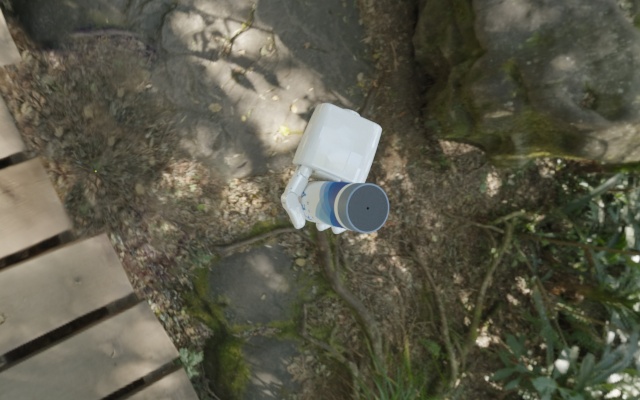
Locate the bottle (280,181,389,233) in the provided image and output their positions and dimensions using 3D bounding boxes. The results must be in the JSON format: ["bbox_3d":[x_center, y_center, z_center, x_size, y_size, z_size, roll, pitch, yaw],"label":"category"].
[{"bbox_3d":[0.000,0.003,0.760,0.069,0.069,0.295,0,3,-25],"label":"bottle"}]
